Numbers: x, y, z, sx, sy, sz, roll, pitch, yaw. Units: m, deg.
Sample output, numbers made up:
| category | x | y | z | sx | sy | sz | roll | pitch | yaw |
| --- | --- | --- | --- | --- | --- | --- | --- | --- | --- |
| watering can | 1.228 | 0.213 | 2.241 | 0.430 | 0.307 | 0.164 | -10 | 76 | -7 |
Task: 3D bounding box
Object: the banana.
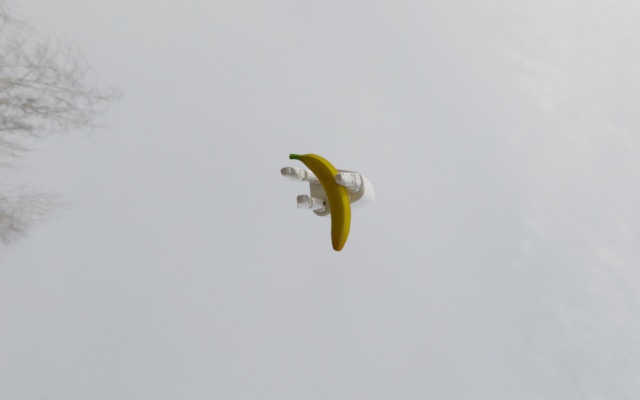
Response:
| category | x | y | z | sx | sy | sz | roll | pitch | yaw |
| --- | --- | --- | --- | --- | --- | --- | --- | --- | --- |
| banana | 0.015 | -0.009 | 0.855 | 0.069 | 0.197 | 0.037 | -27 | -13 | 4 |
